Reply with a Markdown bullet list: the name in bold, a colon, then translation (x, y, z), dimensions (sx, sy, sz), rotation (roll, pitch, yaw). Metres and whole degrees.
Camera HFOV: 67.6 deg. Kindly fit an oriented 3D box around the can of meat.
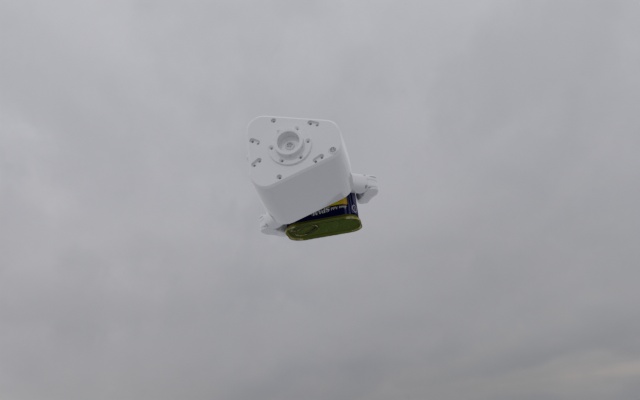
- **can of meat**: translation (0.000, 0.002, 0.654), dimensions (0.102, 0.084, 0.057), rotation (-10, -23, 7)
